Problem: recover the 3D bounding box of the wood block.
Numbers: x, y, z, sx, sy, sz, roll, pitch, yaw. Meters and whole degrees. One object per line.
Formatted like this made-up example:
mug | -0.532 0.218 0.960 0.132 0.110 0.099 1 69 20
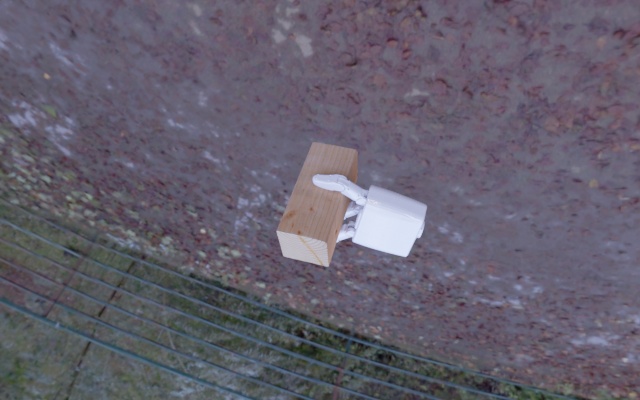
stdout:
wood block | 0.000 0.003 0.878 0.090 0.206 0.091 12 -34 12
